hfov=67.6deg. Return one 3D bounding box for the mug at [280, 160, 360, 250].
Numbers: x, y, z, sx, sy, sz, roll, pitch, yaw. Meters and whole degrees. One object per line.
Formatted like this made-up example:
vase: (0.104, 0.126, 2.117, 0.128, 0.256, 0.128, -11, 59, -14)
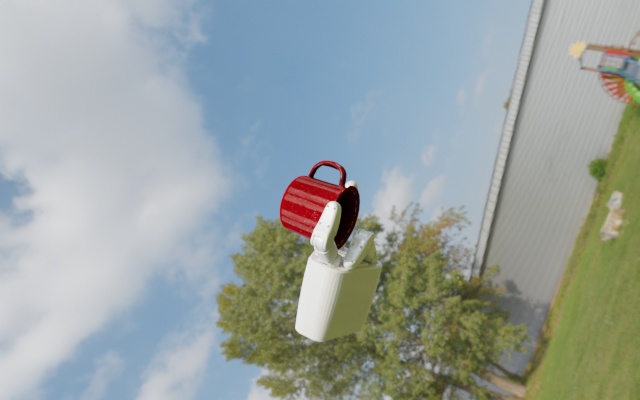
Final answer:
mug: (0.000, 0.001, 0.658, 0.081, 0.117, 0.093, 19, 13, 27)
